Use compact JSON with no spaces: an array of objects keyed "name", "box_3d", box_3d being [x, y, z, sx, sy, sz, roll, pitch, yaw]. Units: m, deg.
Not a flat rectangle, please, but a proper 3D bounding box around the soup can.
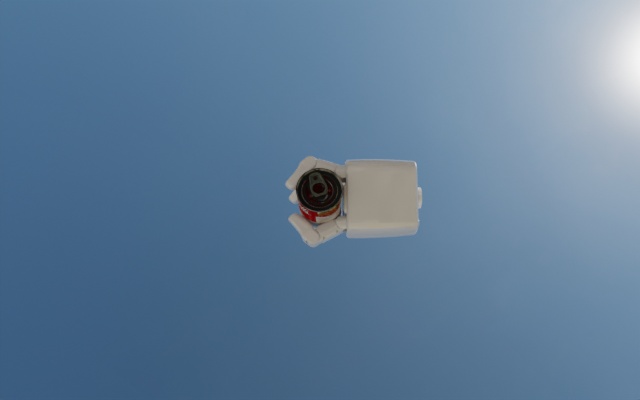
[{"name":"soup can","box_3d":[0.000,0.003,0.723,0.068,0.068,0.102,0,-21,2]}]
